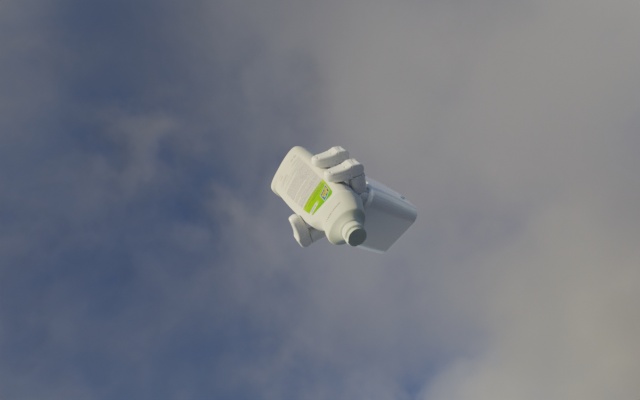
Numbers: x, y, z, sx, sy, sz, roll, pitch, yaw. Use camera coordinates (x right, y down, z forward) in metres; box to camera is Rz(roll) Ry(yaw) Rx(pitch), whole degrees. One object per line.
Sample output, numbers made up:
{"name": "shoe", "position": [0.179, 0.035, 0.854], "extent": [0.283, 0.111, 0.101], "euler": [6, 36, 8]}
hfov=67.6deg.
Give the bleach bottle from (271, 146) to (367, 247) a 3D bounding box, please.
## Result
{"name": "bleach bottle", "position": [0.000, 0.002, 0.750], "extent": [0.068, 0.102, 0.250], "euler": [21, 16, -31]}
